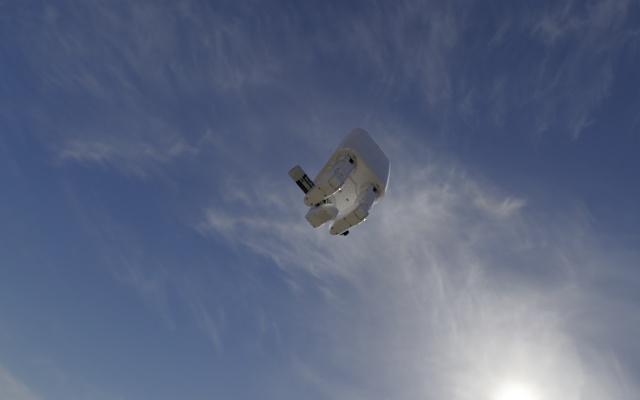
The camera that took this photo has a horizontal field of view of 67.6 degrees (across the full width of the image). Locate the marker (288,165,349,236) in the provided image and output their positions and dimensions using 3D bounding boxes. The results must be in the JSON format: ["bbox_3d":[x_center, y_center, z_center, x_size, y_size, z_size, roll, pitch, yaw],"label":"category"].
[{"bbox_3d":[0.000,0.002,0.665,0.020,0.121,0.020,-37,13,10],"label":"marker"}]
